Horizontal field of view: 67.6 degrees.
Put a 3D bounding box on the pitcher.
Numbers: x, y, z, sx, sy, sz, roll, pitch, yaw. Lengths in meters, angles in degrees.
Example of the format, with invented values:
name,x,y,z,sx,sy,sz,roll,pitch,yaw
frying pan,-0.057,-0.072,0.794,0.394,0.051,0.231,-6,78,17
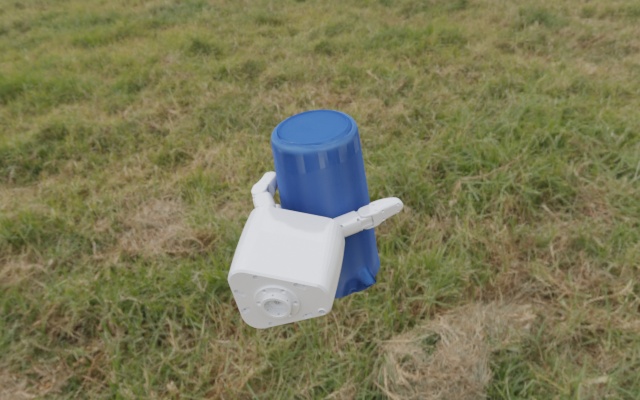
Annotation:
name,x,y,z,sx,sy,sz,roll,pitch,yaw
pitcher,0.000,0.002,0.656,0.149,0.243,0.145,-1,37,11
